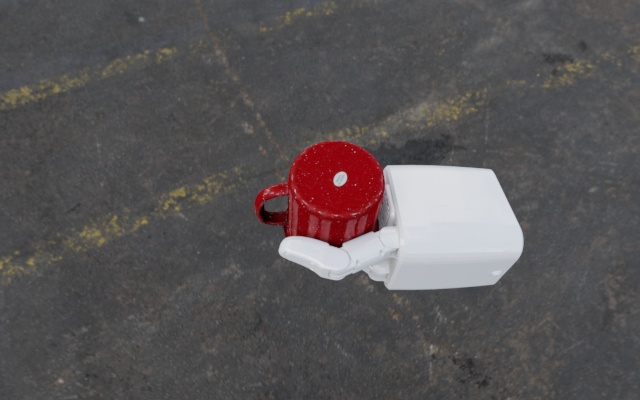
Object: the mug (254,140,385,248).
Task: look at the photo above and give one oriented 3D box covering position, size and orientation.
[{"bbox_3d":[-0.001,0.001,0.425,0.117,0.093,0.082,-1,-32,-4],"label":"mug"}]
